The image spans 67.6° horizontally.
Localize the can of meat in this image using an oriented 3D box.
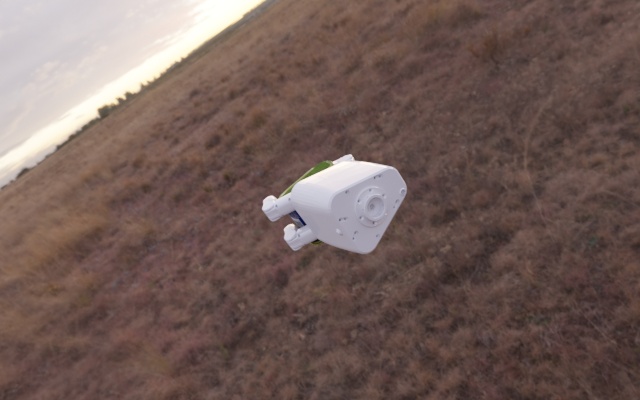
[{"bbox_3d":[0.000,0.002,0.712,0.102,0.084,0.057,-42,23,-13],"label":"can of meat"}]
